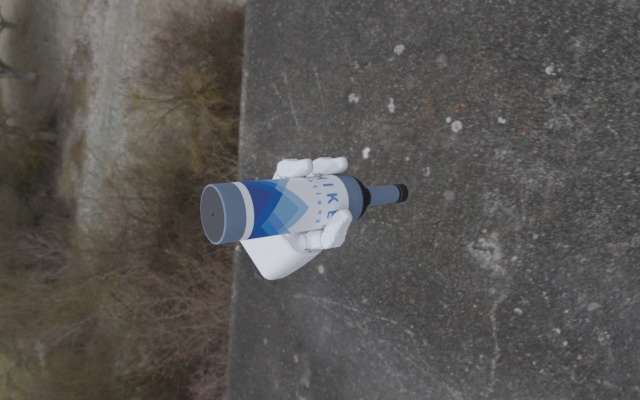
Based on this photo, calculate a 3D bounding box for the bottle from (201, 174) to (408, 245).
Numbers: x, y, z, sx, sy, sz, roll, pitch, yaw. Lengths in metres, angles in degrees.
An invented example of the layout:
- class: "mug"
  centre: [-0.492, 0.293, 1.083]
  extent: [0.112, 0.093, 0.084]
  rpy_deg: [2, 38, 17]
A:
- class: "bottle"
  centre: [0.000, 0.002, 0.607]
  extent: [0.295, 0.069, 0.069]
  rpy_deg: [-6, 4, -36]
